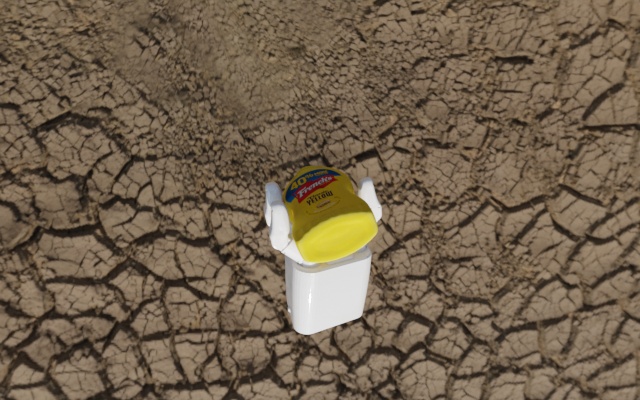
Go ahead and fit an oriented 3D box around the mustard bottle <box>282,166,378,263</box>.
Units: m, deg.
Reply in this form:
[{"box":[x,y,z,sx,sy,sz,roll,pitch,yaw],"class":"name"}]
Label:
[{"box":[0.000,0.002,0.619,0.096,0.058,0.191,-24,29,-1],"class":"mustard bottle"}]
